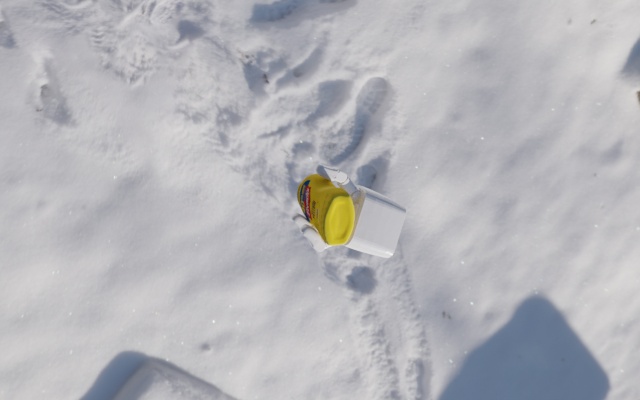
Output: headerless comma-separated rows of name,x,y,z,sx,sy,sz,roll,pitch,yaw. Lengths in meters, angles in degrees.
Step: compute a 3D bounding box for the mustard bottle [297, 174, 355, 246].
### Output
mustard bottle,0.000,0.003,0.878,0.058,0.096,0.191,-5,21,-19
